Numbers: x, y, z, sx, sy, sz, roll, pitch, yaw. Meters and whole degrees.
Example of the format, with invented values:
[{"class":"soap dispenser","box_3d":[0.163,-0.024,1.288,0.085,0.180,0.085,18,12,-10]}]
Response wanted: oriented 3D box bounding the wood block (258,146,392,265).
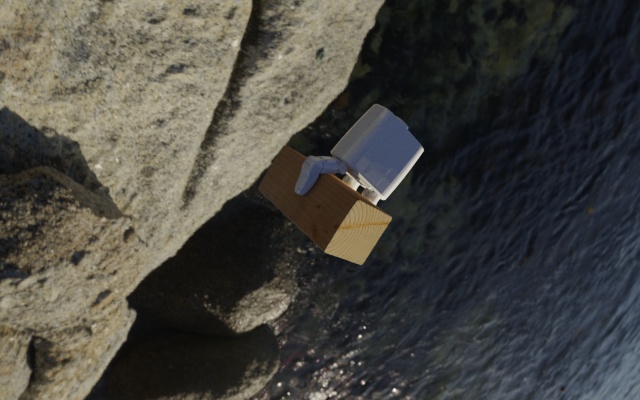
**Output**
[{"class":"wood block","box_3d":[0.000,0.002,0.759,0.091,0.090,0.206,26,9,-44]}]
